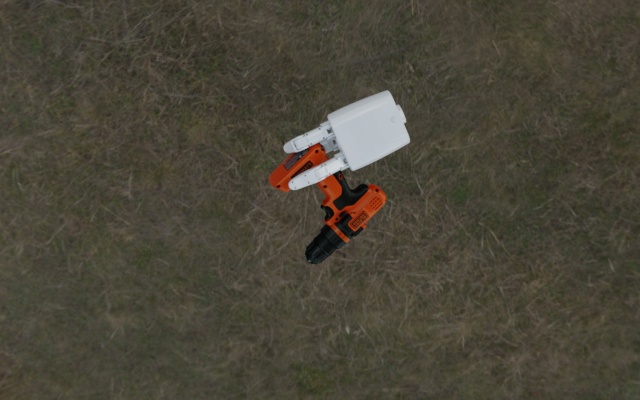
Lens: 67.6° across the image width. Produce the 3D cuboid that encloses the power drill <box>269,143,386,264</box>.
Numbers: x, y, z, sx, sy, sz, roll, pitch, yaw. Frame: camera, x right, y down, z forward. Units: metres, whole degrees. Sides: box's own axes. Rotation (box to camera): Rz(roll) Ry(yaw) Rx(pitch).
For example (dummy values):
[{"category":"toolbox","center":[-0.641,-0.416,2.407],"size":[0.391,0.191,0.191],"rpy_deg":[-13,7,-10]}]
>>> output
[{"category":"power drill","center":[0.000,0.002,0.829],"size":[0.188,0.184,0.057],"rpy_deg":[45,1,-29]}]
